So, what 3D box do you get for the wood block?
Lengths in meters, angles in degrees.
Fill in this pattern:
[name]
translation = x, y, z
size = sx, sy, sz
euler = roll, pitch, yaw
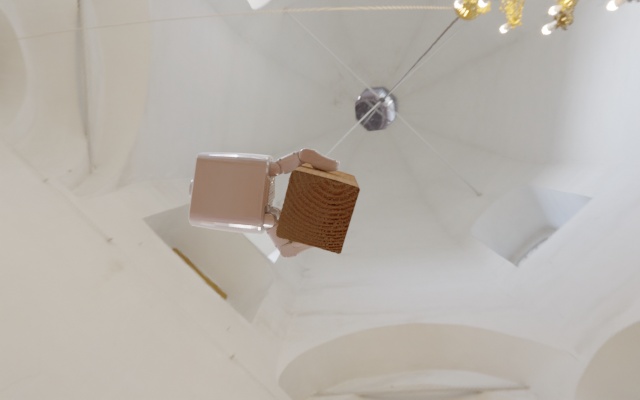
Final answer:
[wood block]
translation = 0.000, 0.002, 0.697
size = 0.090, 0.091, 0.206
euler = 15, 8, 0
